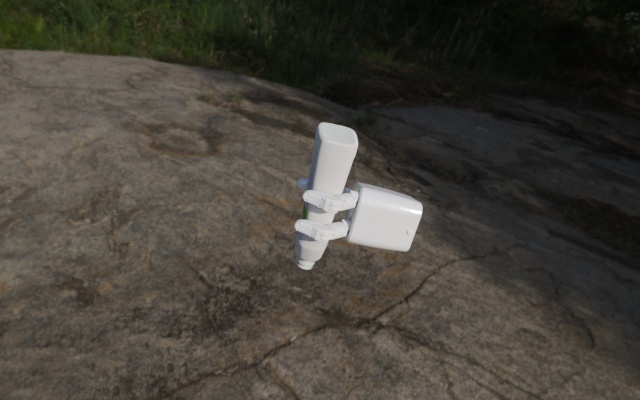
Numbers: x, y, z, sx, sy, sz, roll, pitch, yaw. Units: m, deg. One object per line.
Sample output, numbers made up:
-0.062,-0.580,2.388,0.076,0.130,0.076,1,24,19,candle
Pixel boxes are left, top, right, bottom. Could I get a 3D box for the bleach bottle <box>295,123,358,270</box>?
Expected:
0.000,0.003,0.815,0.068,0.251,0.102,11,25,-6,bleach bottle
